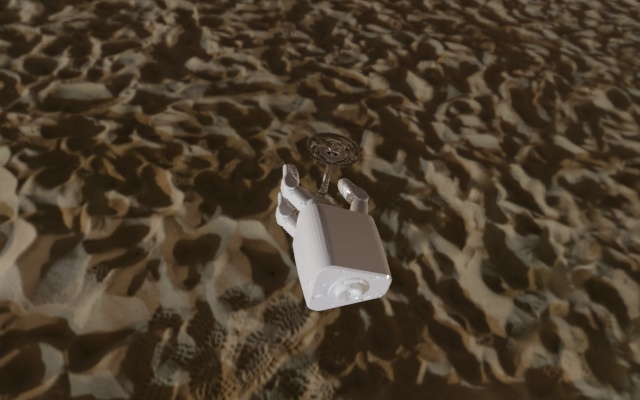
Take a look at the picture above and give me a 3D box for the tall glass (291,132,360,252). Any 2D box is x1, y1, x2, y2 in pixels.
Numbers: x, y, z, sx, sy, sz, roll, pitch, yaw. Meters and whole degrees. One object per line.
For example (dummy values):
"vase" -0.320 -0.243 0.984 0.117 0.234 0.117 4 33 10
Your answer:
"tall glass" 0.000 0.002 0.706 0.079 0.201 0.079 7 43 -7
